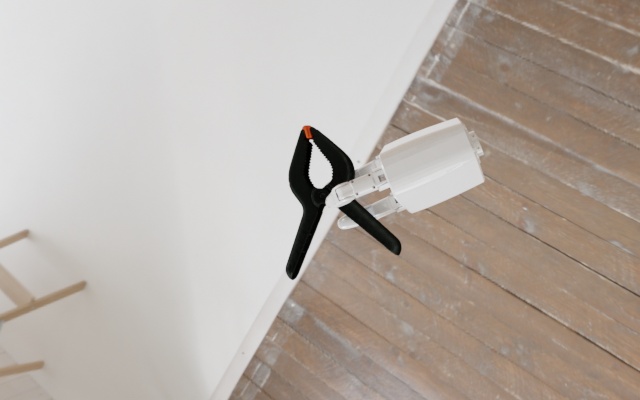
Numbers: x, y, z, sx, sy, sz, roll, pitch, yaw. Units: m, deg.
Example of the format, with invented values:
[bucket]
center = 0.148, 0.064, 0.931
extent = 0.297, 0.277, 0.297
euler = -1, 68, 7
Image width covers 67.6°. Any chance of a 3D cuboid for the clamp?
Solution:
[clamp]
center = 0.000, 0.002, 0.658
extent = 0.164, 0.210, 0.036
euler = -22, -8, 14
